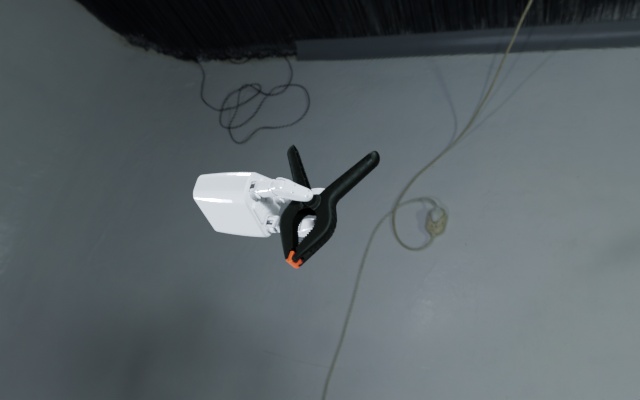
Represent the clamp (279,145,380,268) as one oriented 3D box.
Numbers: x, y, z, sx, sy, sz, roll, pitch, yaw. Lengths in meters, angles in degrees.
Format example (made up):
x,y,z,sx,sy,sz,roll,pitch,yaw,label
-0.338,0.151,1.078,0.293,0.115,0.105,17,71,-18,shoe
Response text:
x,y,z,sx,sy,sz,roll,pitch,yaw,label
-0.001,0.003,0.733,0.164,0.210,0.036,0,-27,28,clamp
